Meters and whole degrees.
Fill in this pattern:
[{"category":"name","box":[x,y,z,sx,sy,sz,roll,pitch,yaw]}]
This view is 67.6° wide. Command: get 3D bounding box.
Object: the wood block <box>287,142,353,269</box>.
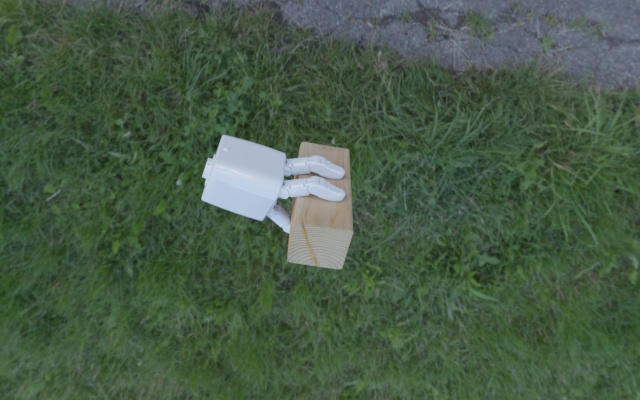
[{"category":"wood block","box":[0.000,0.003,0.799,0.090,0.091,0.206,8,42,-6]}]
